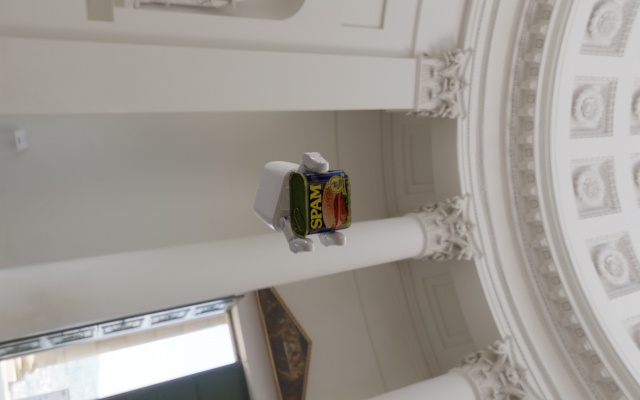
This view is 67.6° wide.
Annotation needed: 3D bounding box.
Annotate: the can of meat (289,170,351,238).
[{"bbox_3d":[0.000,0.002,0.757,0.084,0.102,0.057,-7,12,-28],"label":"can of meat"}]
